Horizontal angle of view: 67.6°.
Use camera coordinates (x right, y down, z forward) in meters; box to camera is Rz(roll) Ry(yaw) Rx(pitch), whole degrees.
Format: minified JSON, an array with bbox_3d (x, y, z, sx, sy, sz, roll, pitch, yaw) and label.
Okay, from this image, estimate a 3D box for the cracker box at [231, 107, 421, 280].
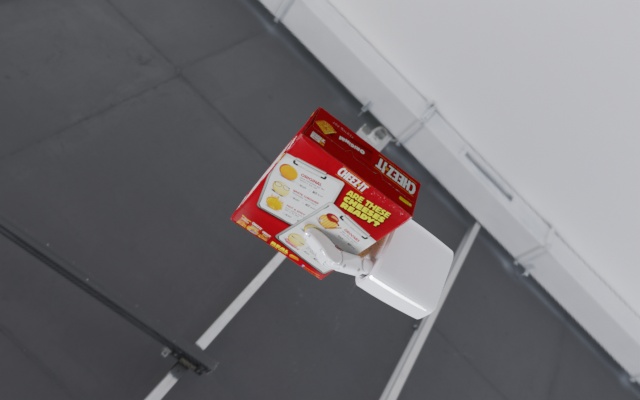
[{"bbox_3d":[0.000,0.002,0.636,0.164,0.072,0.214,36,-43,-11],"label":"cracker box"}]
